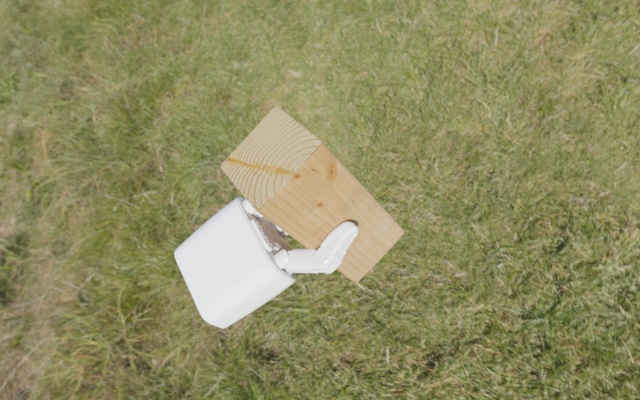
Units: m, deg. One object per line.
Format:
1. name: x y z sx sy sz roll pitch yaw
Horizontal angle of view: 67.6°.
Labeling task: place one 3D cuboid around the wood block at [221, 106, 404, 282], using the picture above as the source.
1. wood block: 0.000 0.002 0.540 0.090 0.090 0.206 45 2 42
